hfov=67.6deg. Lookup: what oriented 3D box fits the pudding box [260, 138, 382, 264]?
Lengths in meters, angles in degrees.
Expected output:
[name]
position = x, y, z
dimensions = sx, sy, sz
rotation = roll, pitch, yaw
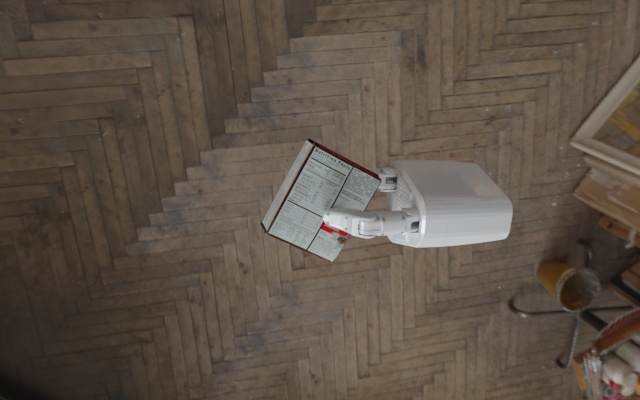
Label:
[pudding box]
position = 0.000, 0.002, 0.524
dimensions = 0.090, 0.113, 0.039
rotation = 27, 7, -20
